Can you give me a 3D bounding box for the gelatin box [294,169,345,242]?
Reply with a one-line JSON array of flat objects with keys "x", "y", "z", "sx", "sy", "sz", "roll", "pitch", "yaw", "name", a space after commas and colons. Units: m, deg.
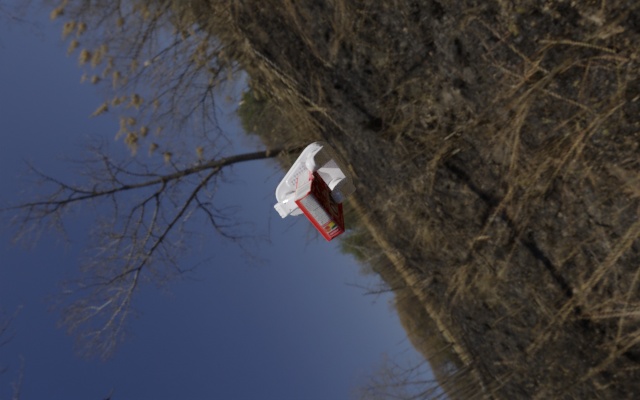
[{"x": 0.000, "y": 0.002, "z": 0.637, "sx": 0.030, "sy": 0.073, "sz": 0.089, "roll": -34, "pitch": 20, "yaw": 15, "name": "gelatin box"}]
